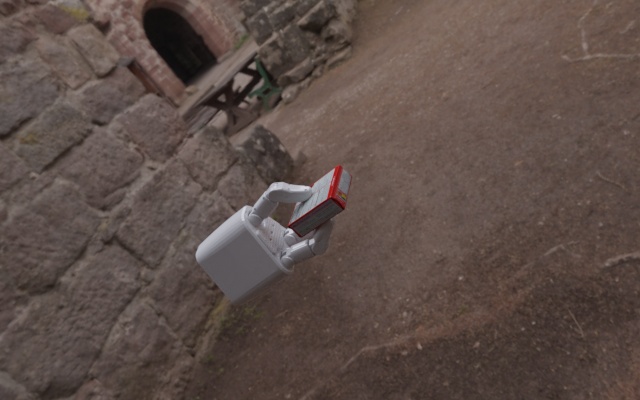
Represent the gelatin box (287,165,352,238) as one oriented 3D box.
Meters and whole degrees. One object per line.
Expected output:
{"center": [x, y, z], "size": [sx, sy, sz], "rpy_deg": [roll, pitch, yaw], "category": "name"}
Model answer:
{"center": [0.000, 0.002, 0.657], "size": [0.030, 0.073, 0.089], "rpy_deg": [41, -54, -19], "category": "gelatin box"}
